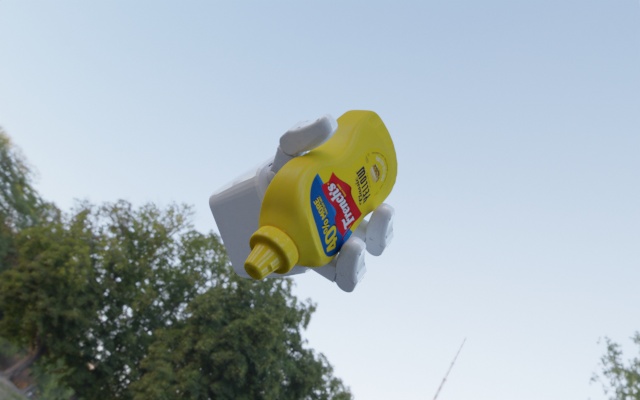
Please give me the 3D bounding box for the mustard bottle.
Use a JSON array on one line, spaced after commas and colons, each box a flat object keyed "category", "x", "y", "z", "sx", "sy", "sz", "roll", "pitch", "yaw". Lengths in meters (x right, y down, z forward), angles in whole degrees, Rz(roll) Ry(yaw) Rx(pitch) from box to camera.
[{"category": "mustard bottle", "x": 0.000, "y": 0.001, "z": 0.422, "sx": 0.058, "sy": 0.096, "sz": 0.191, "roll": 11, "pitch": 40, "yaw": 35}]
